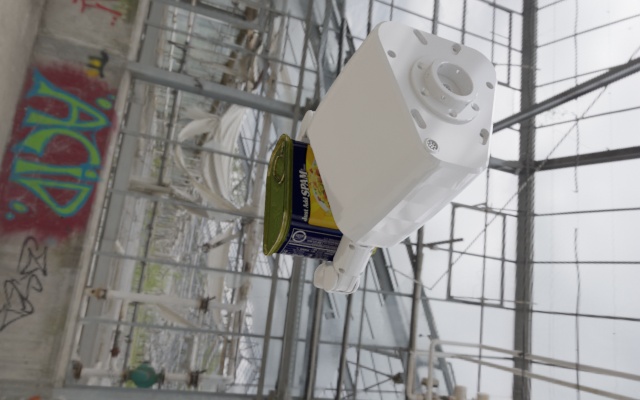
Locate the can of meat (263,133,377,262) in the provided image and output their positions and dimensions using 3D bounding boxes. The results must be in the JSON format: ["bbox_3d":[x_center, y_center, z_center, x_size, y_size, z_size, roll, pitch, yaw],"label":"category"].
[{"bbox_3d":[0.000,0.002,0.406,0.084,0.102,0.057,11,-34,-19],"label":"can of meat"}]
